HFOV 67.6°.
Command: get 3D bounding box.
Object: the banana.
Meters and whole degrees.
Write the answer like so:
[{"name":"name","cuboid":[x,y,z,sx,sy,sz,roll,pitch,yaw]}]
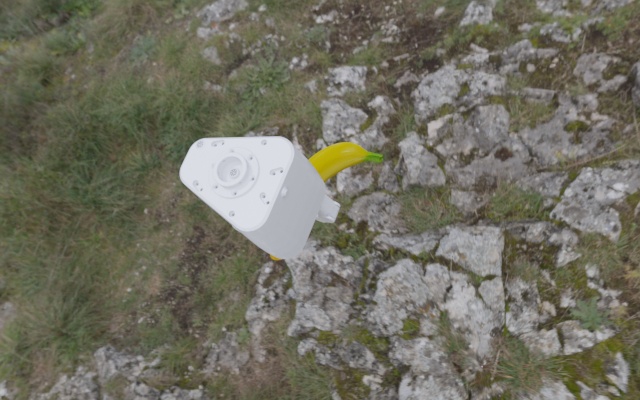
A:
[{"name":"banana","cuboid":[-0.010,-0.012,0.621,0.069,0.198,0.037,44,-5,21]}]
